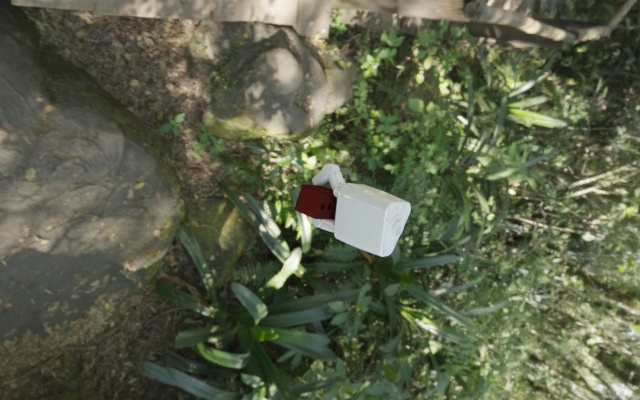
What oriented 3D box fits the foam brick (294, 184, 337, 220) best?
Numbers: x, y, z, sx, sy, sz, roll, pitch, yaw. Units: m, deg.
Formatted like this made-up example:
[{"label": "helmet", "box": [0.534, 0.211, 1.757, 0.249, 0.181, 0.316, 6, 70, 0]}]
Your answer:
[{"label": "foam brick", "box": [0.000, 0.003, 0.899, 0.051, 0.053, 0.078, 24, 13, 35]}]
